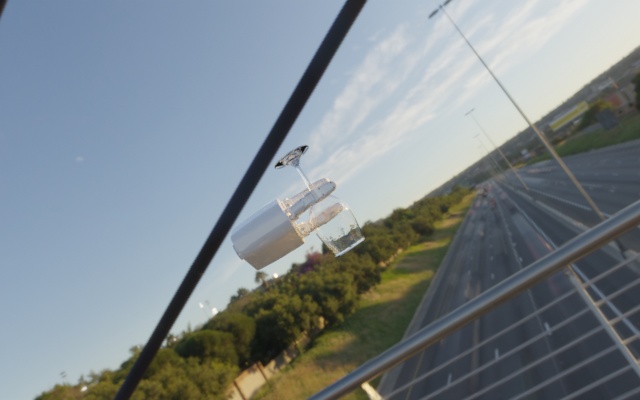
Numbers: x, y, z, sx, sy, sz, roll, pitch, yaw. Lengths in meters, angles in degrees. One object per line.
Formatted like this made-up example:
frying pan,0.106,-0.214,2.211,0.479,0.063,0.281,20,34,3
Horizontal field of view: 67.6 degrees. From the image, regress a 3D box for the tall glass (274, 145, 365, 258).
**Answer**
tall glass,0.000,0.002,0.858,0.079,0.201,0.079,-33,-8,-5
